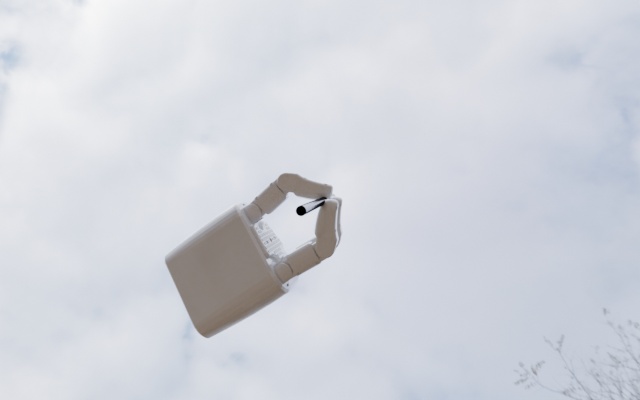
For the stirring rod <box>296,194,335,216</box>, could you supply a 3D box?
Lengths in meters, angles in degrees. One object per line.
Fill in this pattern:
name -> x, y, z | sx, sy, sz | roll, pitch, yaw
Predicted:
stirring rod -> 0.000, 0.002, 0.478 | 0.011, 0.011, 0.239 | 0, 3, 7
